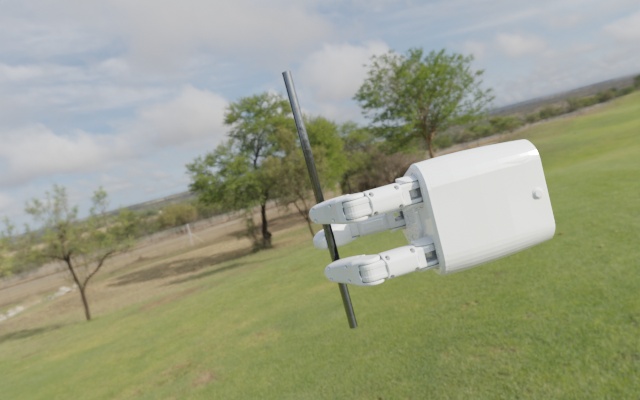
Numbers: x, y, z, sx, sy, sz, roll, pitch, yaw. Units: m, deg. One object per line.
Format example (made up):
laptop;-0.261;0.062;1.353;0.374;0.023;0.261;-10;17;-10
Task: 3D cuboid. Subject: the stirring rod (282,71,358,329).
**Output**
stirring rod;0.000;0.002;0.435;0.011;0.239;0.011;-15;4;1
